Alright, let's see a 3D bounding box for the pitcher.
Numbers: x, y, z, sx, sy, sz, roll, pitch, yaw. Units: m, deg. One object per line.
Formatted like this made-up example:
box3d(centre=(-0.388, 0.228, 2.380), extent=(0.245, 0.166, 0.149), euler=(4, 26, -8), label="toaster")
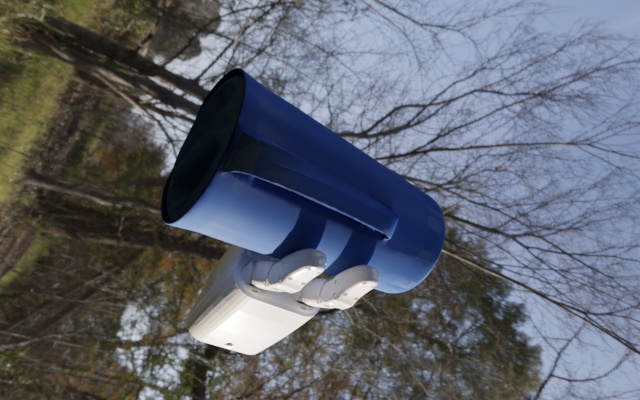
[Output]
box3d(centre=(0.000, 0.001, 0.419), extent=(0.243, 0.149, 0.145), euler=(25, -52, -29), label="pitcher")
